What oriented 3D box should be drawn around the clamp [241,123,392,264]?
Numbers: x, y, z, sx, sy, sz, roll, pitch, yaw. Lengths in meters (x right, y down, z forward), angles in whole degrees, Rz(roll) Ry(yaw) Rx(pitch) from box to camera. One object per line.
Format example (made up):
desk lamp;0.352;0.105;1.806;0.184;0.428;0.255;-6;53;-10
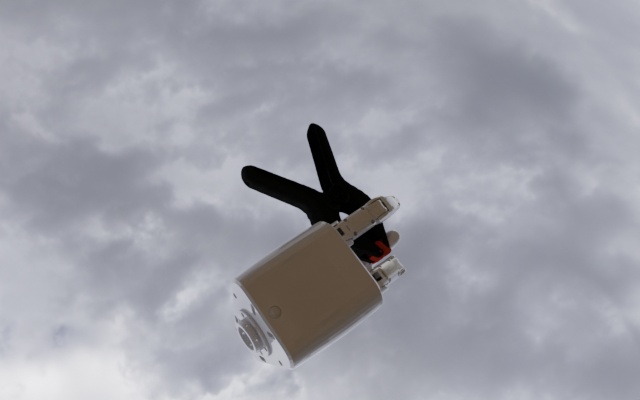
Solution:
clamp;0.000;0.002;0.503;0.120;0.171;0.039;-30;-15;-29
